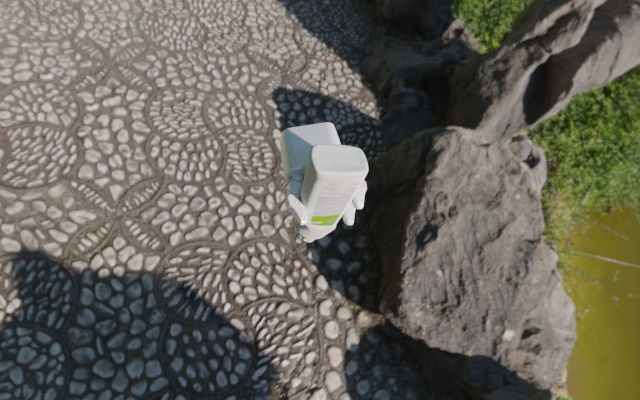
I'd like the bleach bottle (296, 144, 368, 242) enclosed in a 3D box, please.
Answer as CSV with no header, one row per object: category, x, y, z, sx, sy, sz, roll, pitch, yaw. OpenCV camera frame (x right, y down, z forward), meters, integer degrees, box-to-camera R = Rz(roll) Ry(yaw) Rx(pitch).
bleach bottle,0.000,0.003,0.873,0.102,0.068,0.251,0,-34,-19
